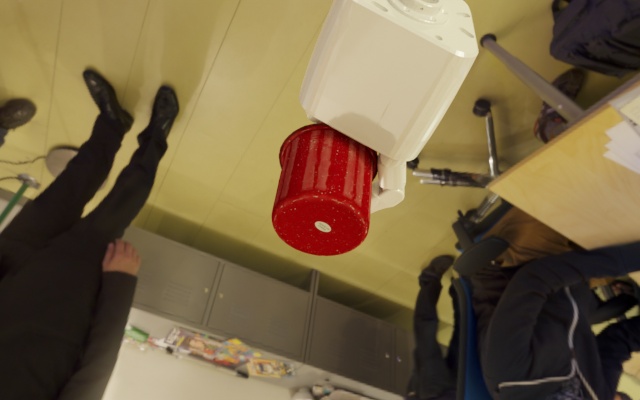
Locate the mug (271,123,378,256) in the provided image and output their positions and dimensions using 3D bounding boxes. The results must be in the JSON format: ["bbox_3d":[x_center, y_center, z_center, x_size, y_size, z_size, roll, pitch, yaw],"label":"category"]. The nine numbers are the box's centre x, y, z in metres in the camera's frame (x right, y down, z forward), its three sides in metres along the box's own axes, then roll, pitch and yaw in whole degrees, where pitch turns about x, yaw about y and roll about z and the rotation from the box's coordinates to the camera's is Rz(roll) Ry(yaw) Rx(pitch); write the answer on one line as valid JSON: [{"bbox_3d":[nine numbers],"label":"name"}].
[{"bbox_3d":[0.000,0.002,0.425,0.093,0.081,0.117,15,-43,-8],"label":"mug"}]
